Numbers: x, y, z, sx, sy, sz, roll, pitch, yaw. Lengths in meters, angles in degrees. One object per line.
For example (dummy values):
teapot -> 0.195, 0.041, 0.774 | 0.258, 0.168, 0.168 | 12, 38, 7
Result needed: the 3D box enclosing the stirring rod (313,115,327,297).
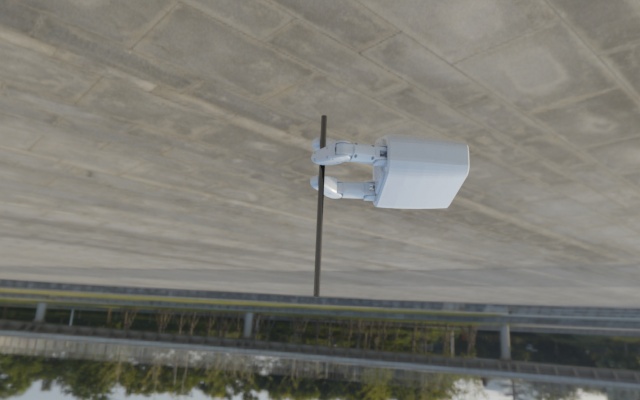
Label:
stirring rod -> 0.000, 0.002, 0.618 | 0.011, 0.239, 0.011 | 2, -14, 1
